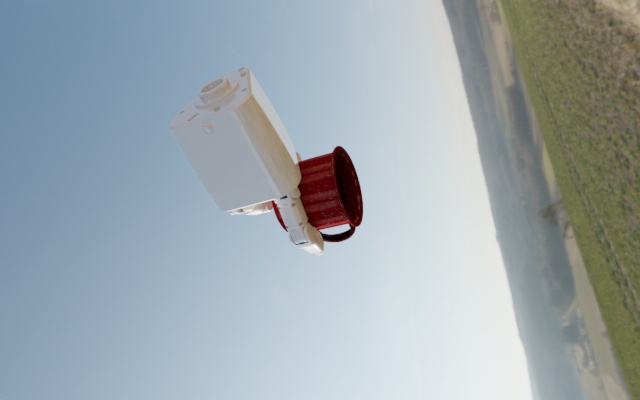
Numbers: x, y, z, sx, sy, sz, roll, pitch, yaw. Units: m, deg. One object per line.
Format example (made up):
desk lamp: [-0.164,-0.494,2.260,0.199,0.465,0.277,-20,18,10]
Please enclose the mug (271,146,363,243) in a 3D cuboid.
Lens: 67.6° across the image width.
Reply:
mug: [0.000,0.003,0.553,0.081,0.117,0.093,-14,34,20]
